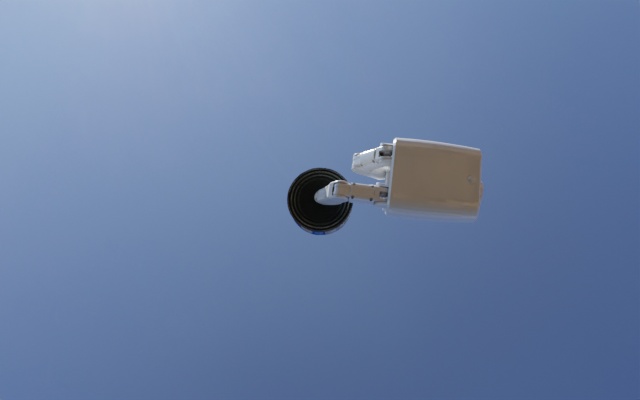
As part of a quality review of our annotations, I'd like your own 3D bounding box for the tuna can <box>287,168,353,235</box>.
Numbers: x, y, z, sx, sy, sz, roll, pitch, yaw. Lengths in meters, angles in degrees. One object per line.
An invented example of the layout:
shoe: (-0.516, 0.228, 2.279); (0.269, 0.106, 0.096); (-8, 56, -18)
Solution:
tuna can: (0.000, 0.002, 0.632); (0.086, 0.086, 0.034); (0, -14, 2)
